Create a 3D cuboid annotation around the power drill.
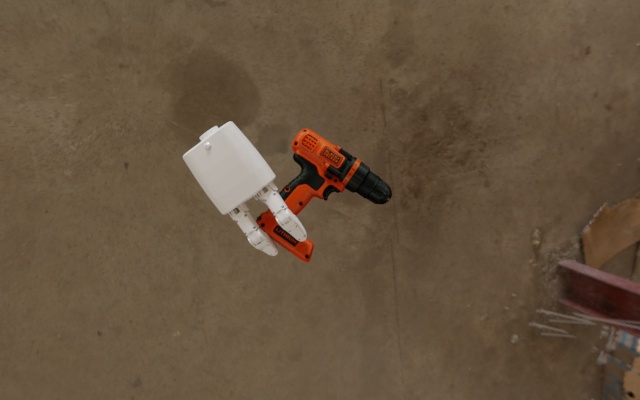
[{"bbox_3d":[0.000,0.003,0.769,0.184,0.187,0.057,34,-12,1],"label":"power drill"}]
